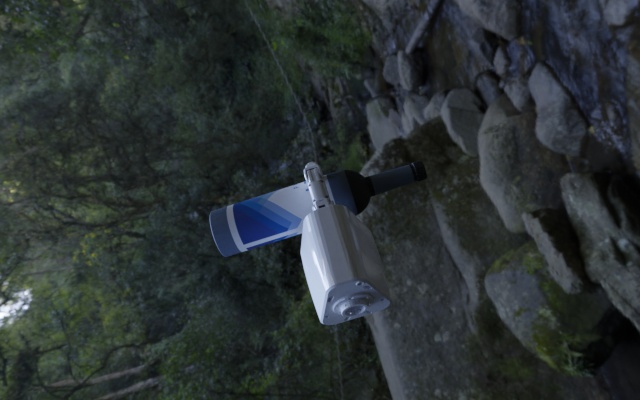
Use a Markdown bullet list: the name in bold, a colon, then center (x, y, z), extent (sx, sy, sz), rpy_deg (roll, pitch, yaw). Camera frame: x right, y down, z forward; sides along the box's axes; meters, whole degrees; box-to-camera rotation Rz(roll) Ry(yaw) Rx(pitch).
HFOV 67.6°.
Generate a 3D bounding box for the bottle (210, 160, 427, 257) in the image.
- **bottle**: center (0.000, 0.002, 0.654), extent (0.296, 0.069, 0.069), rpy_deg (-18, -1, 2)
